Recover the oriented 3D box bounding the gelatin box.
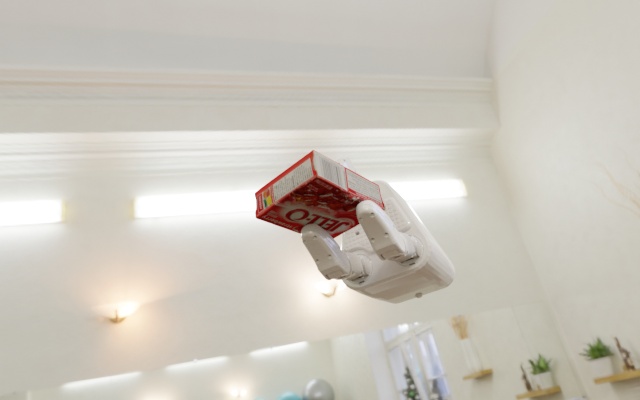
[{"bbox_3d":[0.000,0.001,0.410,0.073,0.030,0.089,-32,-39,32],"label":"gelatin box"}]
